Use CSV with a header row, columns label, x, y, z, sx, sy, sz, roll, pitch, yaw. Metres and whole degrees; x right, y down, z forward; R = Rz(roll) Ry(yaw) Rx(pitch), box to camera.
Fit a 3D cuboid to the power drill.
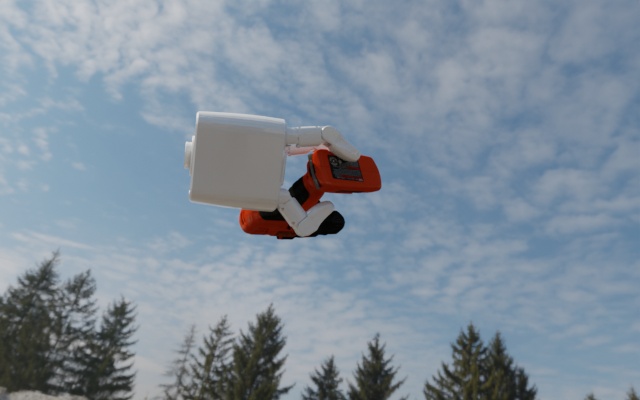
label,x,y,z,sx,sy,sz,roll,pitch,yaw
power drill,0.000,0.002,0.687,0.184,0.057,0.188,2,-29,-38
